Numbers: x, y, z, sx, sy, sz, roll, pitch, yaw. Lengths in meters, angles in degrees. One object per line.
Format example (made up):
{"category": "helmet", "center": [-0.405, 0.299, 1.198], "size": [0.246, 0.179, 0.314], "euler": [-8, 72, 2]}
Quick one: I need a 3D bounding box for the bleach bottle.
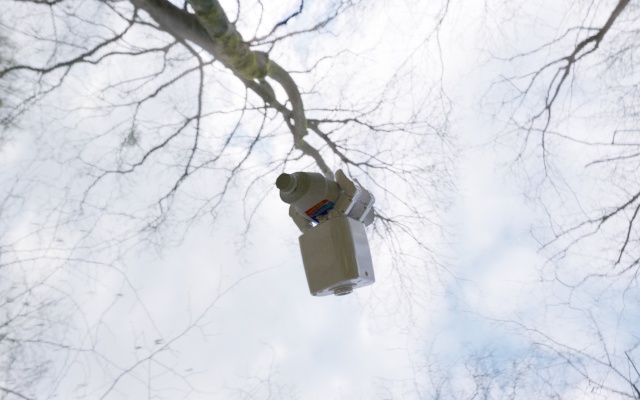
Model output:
{"category": "bleach bottle", "center": [0.000, 0.003, 0.831], "size": [0.102, 0.068, 0.251], "euler": [-23, -24, 25]}
